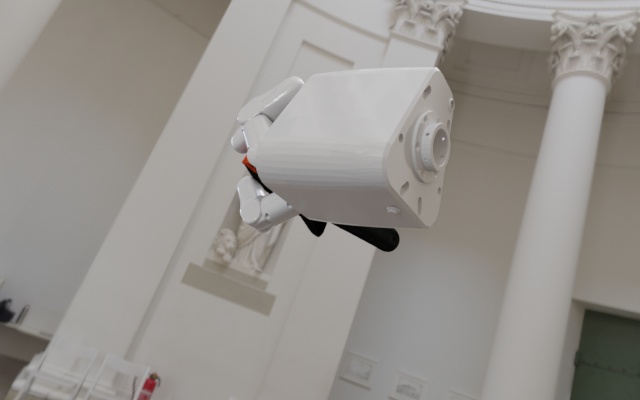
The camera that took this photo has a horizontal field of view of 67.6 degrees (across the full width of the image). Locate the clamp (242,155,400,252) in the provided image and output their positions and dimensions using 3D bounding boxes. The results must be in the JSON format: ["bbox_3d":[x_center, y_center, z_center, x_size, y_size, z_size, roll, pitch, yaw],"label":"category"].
[{"bbox_3d":[0.000,0.001,0.457,0.120,0.039,0.171,5,-23,37],"label":"clamp"}]
